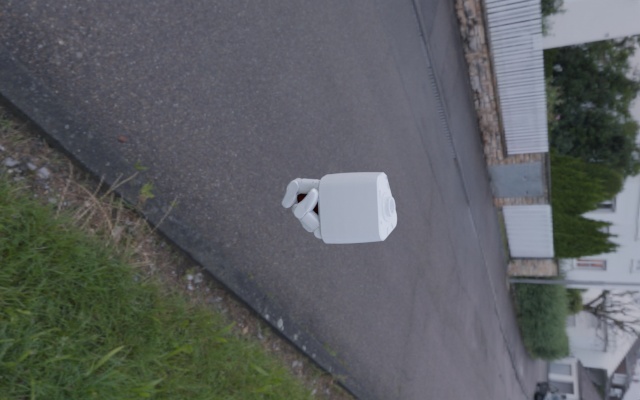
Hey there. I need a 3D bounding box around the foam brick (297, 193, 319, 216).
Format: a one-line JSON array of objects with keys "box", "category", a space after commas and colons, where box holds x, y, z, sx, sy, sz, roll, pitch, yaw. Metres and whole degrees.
[{"box": [0.000, 0.003, 0.866, 0.051, 0.053, 0.078, -4, 16, 27], "category": "foam brick"}]
